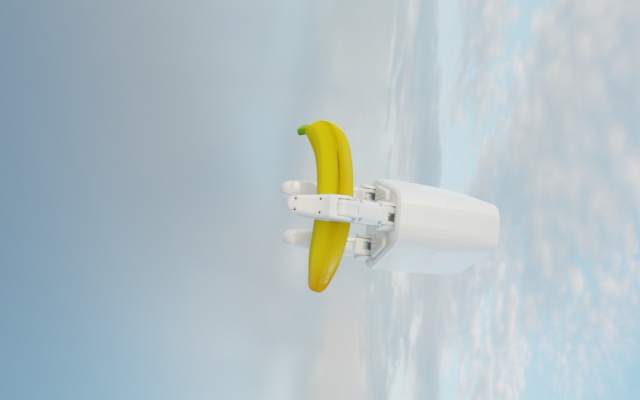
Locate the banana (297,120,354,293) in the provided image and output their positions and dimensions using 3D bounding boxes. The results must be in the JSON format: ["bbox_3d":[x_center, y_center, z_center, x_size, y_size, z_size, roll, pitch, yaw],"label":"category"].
[{"bbox_3d":[0.007,-0.010,0.478,0.037,0.197,0.070,10,-32,-22],"label":"banana"}]
